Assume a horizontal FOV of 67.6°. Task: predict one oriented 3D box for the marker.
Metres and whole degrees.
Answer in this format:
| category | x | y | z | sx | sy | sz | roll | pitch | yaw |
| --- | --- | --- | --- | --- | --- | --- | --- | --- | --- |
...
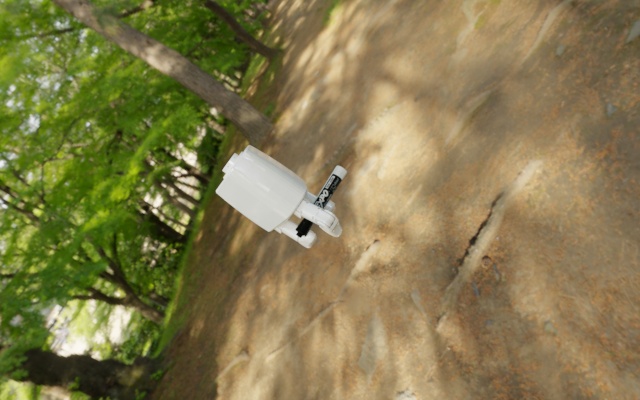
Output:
| category | x | y | z | sx | sy | sz | roll | pitch | yaw |
| --- | --- | --- | --- | --- | --- | --- | --- | --- | --- |
| marker | 0.000 | 0.002 | 0.701 | 0.020 | 0.121 | 0.020 | 31 | -12 | 8 |
